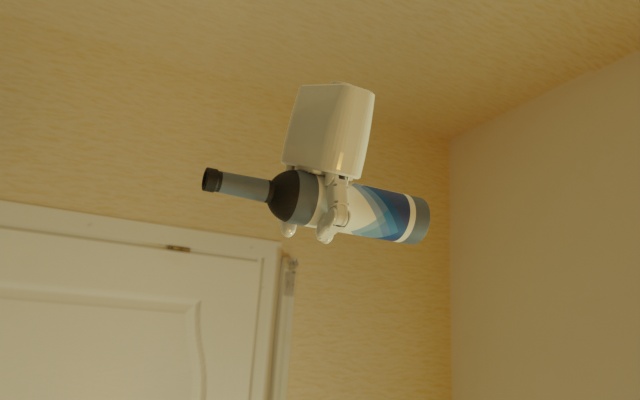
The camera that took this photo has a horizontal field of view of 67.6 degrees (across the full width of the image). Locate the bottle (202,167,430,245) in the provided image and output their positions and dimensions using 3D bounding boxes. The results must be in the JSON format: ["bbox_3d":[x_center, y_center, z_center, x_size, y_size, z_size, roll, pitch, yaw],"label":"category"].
[{"bbox_3d":[0.000,0.002,0.601,0.296,0.069,0.069,11,-5,-24],"label":"bottle"}]
